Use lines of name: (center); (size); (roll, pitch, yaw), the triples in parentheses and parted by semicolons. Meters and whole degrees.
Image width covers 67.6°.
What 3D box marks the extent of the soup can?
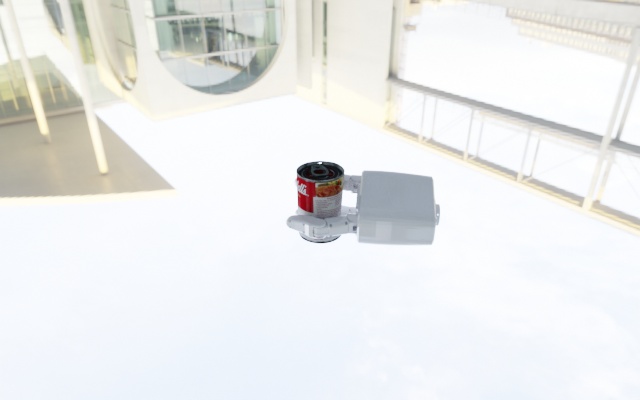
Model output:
soup can: (0.000, 0.003, 0.689); (0.068, 0.102, 0.068); (0, 28, 0)
